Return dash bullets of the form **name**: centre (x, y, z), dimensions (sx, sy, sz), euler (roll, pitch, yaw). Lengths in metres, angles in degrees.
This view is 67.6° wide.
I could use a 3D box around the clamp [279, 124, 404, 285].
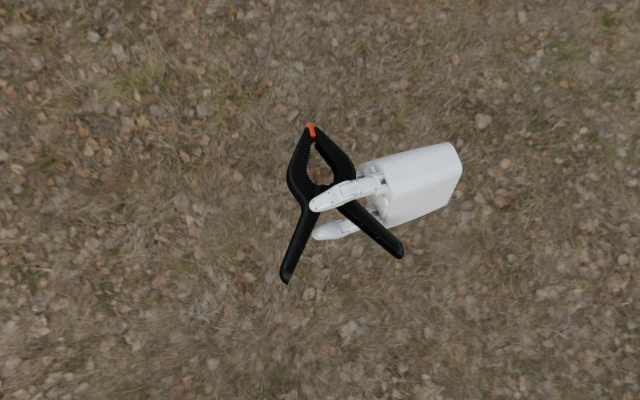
- **clamp**: centre (0.000, 0.001, 0.624), dimensions (0.164, 0.210, 0.036), euler (-17, -13, -15)
